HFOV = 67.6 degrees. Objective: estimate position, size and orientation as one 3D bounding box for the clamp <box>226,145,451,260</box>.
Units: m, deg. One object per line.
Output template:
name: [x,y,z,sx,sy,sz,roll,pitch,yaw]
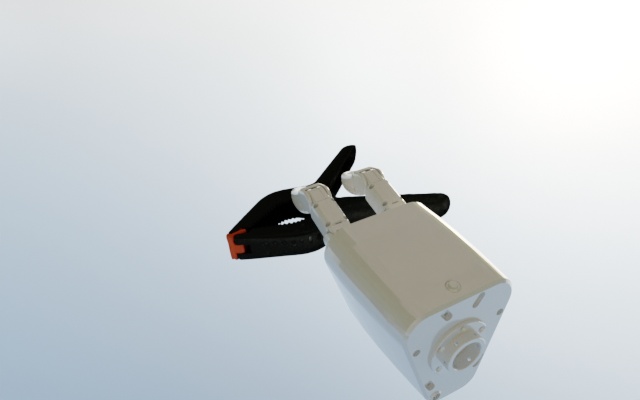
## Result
clamp: [0.000,0.003,0.489,0.210,0.036,0.164,-19,34,-19]
